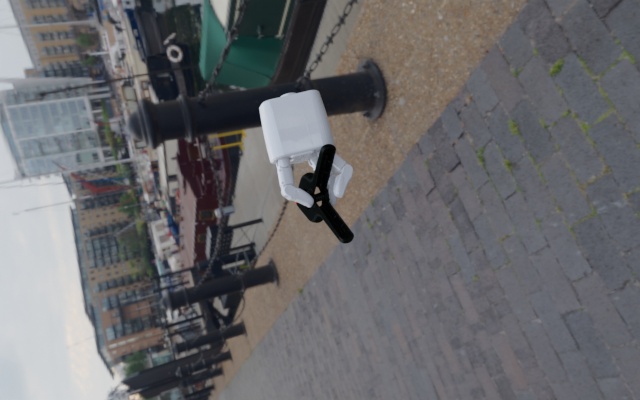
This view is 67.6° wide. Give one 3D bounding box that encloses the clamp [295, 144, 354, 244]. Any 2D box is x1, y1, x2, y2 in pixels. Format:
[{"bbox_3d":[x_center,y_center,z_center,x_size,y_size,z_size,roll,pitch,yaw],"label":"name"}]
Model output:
[{"bbox_3d":[-0.001,0.003,0.858,0.036,0.164,0.210,-11,-6,-20],"label":"clamp"}]
